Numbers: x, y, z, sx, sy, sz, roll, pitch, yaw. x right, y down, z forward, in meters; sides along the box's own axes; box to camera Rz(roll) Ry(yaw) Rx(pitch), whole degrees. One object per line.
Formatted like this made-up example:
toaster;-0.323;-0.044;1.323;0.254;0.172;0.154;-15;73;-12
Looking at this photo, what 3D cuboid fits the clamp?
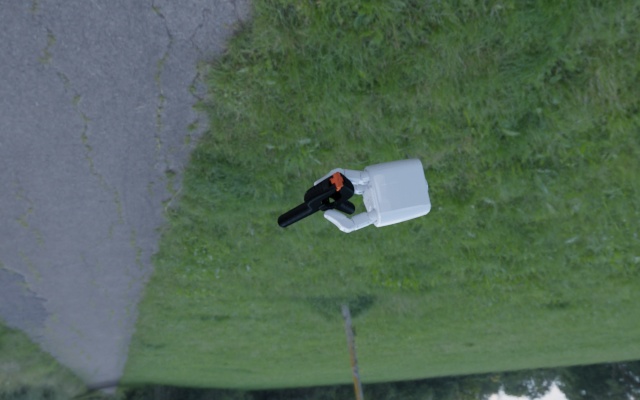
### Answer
clamp;0.001;0.003;0.895;0.164;0.036;0.210;-14;-17;-9
